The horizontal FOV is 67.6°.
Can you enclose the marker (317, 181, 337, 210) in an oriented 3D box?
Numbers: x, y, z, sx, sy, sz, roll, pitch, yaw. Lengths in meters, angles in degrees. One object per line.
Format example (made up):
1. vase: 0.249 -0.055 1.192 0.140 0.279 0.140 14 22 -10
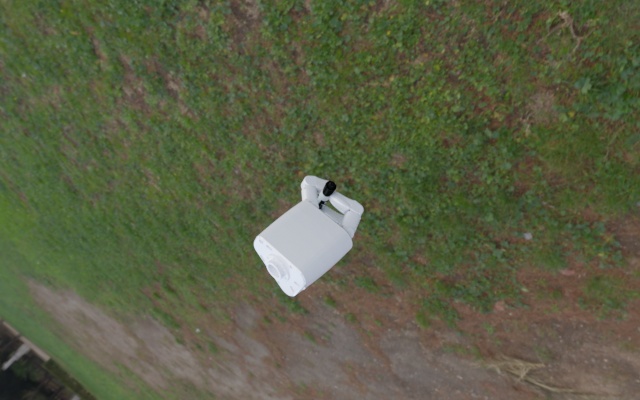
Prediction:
1. marker: 0.000 0.003 0.795 0.020 0.020 0.121 0 -28 -20
